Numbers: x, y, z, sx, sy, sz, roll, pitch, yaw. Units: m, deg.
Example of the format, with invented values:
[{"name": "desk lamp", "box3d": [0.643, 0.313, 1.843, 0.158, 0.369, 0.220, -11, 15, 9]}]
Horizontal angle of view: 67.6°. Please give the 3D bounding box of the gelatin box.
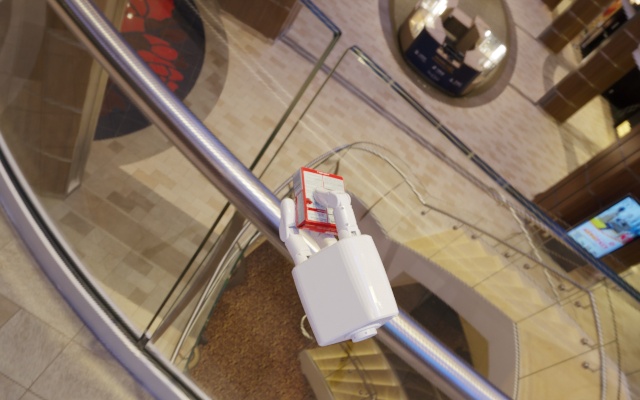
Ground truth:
[{"name": "gelatin box", "box3d": [0.000, 0.002, 0.678, 0.073, 0.089, 0.030, 11, -32, -31]}]
